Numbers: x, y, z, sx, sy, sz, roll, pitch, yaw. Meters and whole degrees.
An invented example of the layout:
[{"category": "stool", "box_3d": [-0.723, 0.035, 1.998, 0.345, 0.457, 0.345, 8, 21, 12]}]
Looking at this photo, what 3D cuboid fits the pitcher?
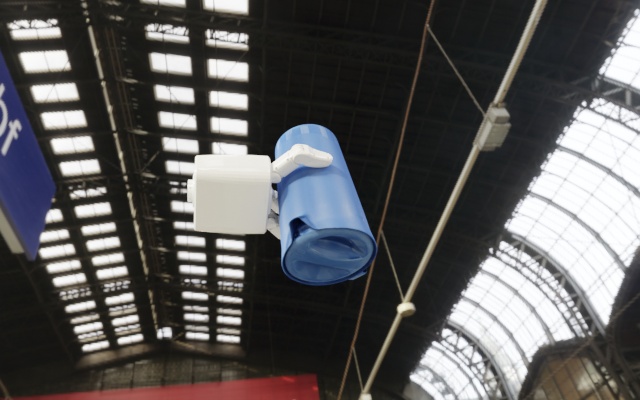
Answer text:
[{"category": "pitcher", "box_3d": [0.000, 0.002, 0.737, 0.145, 0.242, 0.149, 1, -43, -14]}]
